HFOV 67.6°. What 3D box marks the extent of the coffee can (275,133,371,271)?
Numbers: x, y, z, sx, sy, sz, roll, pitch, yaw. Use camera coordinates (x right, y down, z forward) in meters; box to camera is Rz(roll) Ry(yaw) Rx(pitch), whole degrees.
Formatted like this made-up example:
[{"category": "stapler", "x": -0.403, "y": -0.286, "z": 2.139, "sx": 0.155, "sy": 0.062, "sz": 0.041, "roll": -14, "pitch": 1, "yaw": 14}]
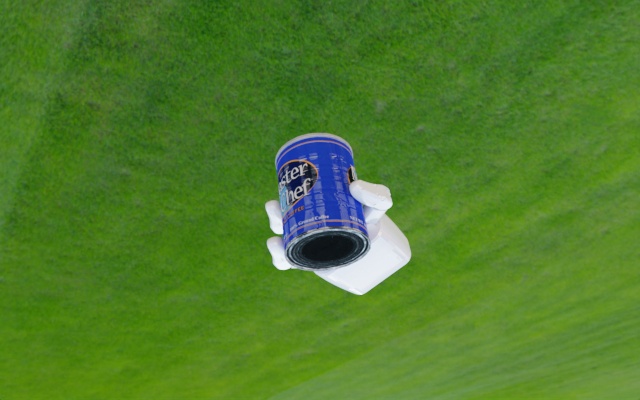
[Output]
[{"category": "coffee can", "x": 0.000, "y": 0.002, "z": 0.592, "sx": 0.103, "sy": 0.140, "sz": 0.103, "roll": -6, "pitch": -34, "yaw": -4}]
